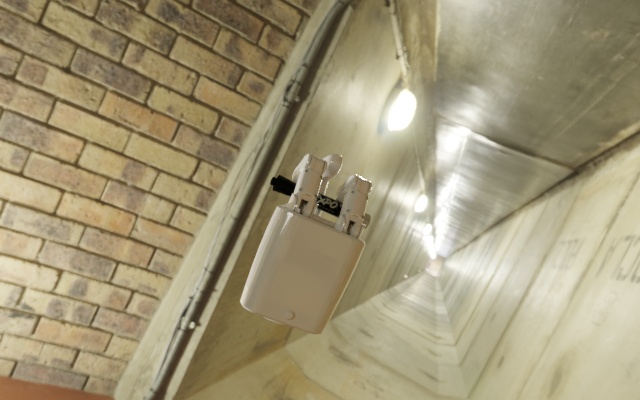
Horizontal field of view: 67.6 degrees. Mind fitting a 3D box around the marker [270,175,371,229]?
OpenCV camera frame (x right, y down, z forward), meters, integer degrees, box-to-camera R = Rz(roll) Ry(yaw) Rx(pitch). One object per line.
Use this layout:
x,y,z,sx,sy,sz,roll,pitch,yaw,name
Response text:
0.000,0.002,0.534,0.121,0.020,0.020,24,-7,-15,marker
